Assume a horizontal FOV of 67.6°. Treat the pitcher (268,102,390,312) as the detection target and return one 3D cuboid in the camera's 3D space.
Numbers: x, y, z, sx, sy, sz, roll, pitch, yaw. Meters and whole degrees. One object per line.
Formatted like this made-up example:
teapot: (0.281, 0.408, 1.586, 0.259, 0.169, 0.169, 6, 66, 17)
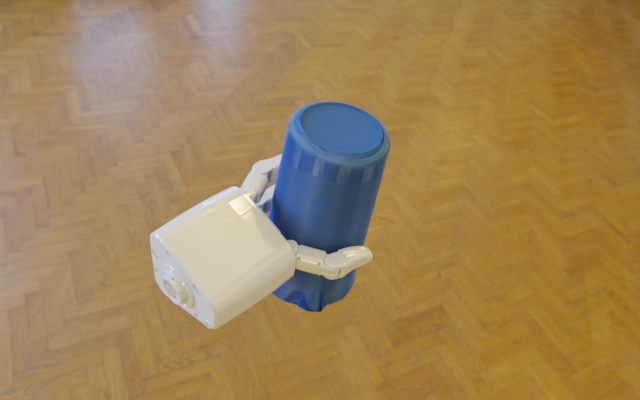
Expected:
pitcher: (0.000, 0.002, 0.578, 0.149, 0.243, 0.145, 37, 48, 23)
